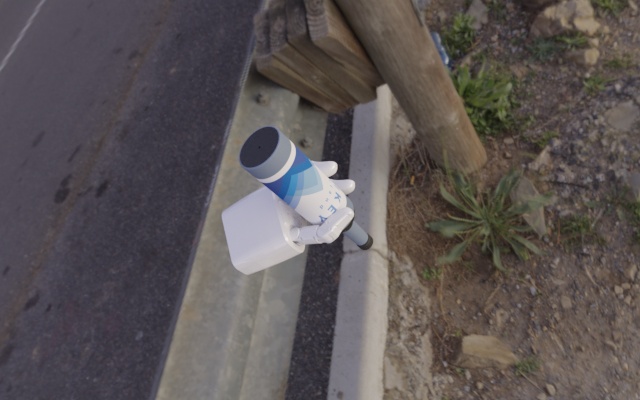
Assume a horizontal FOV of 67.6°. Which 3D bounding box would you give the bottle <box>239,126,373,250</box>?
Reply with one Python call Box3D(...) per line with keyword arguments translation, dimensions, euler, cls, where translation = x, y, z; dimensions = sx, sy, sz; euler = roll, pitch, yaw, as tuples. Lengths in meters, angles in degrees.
Box3D(translation=(0.000, 0.002, 0.705), dimensions=(0.069, 0.069, 0.296), euler=(0, -28, 37), cls="bottle")
